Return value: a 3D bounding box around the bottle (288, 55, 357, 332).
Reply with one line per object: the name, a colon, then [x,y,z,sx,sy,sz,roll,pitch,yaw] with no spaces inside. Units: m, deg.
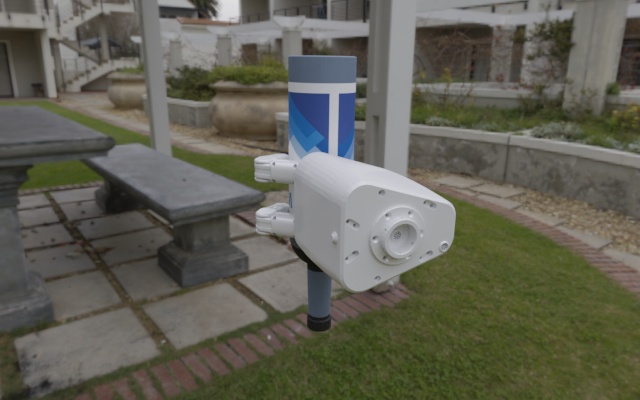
bottle: [0.000,0.001,0.504,0.069,0.296,0.069,1,16,0]
